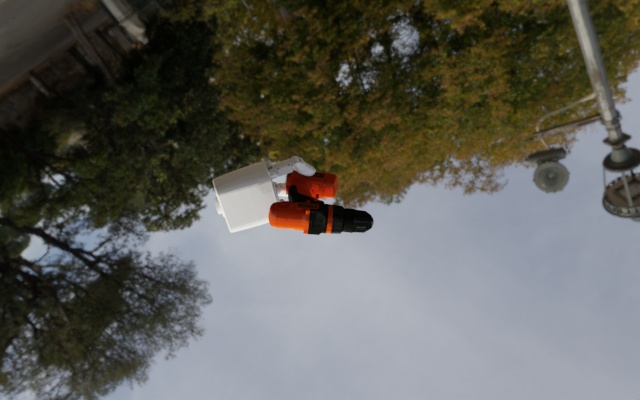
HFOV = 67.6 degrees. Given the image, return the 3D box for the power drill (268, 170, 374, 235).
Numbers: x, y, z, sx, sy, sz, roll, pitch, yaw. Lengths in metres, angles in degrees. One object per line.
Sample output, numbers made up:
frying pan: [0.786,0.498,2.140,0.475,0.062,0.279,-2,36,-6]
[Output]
power drill: [0.000,0.003,0.898,0.184,0.057,0.187,6,22,-4]
